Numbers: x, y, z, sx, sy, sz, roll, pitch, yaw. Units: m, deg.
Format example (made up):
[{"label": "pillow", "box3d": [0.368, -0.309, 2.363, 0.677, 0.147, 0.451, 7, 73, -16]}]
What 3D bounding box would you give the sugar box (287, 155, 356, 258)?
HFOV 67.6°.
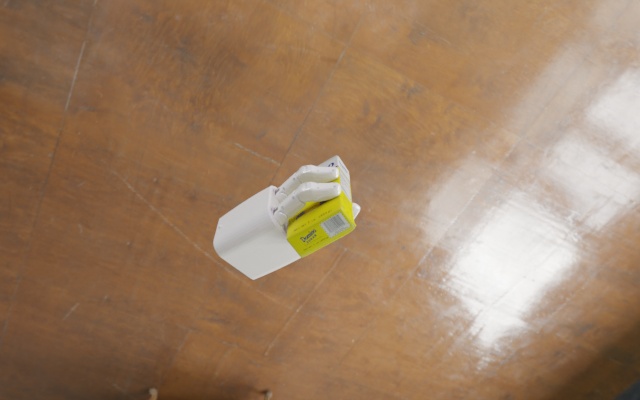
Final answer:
[{"label": "sugar box", "box3d": [0.000, 0.002, 0.727, 0.093, 0.048, 0.176, -29, 28, 15]}]
